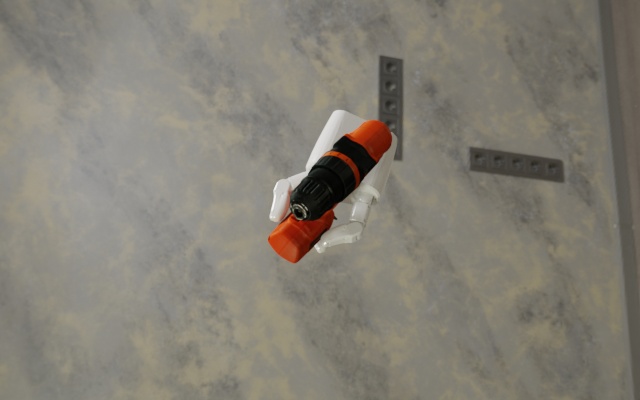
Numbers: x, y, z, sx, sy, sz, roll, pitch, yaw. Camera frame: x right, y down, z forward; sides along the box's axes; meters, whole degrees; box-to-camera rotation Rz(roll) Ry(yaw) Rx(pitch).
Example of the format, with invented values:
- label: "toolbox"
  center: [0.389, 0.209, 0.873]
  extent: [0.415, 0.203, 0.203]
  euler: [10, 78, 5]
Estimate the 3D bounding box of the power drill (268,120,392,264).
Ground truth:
- label: "power drill"
  center: [0.000, 0.002, 0.582]
  extent: [0.184, 0.057, 0.188]
  euler: [-43, -7, -42]
